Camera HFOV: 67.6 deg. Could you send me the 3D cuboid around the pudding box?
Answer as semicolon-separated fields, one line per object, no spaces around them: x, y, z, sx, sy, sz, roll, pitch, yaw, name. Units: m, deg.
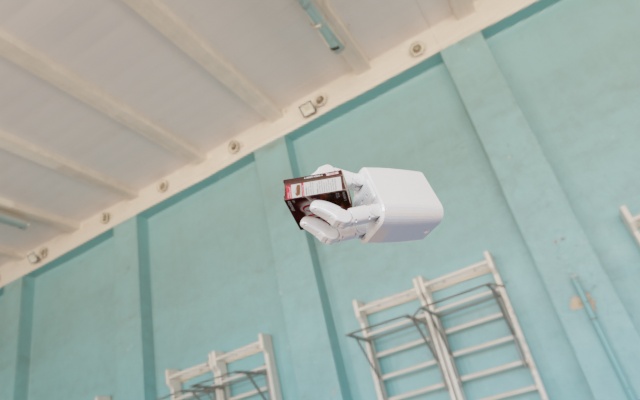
0.000;0.002;0.714;0.090;0.039;0.114;-10;-30;6;pudding box
